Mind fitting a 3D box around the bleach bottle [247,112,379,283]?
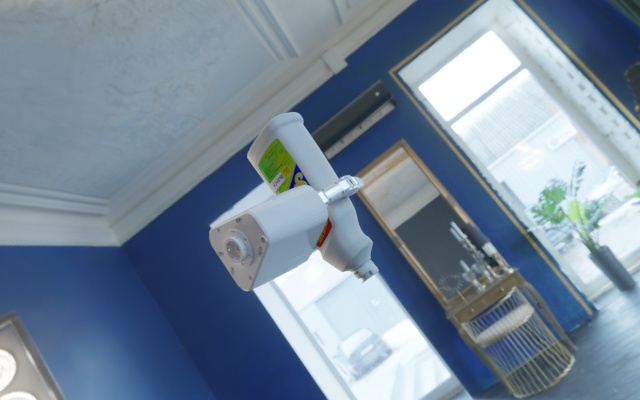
[{"bbox_3d":[0.000,0.002,0.675,0.068,0.250,0.103,-23,-18,-48],"label":"bleach bottle"}]
